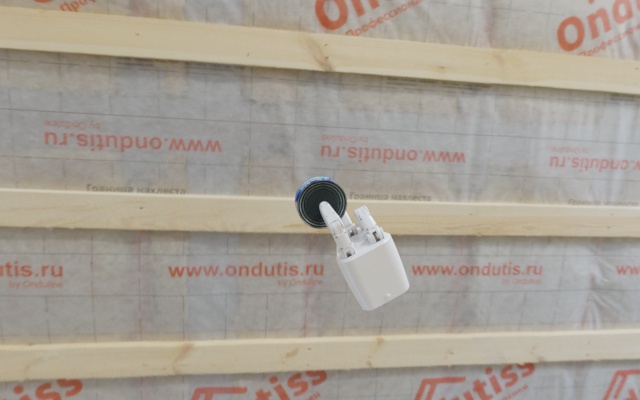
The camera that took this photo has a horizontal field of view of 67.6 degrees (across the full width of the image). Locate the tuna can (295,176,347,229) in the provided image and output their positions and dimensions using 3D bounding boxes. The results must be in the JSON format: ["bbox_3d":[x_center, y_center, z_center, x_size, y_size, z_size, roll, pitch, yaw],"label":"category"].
[{"bbox_3d":[0.000,0.002,0.812,0.086,0.086,0.033,0,17,-12],"label":"tuna can"}]
